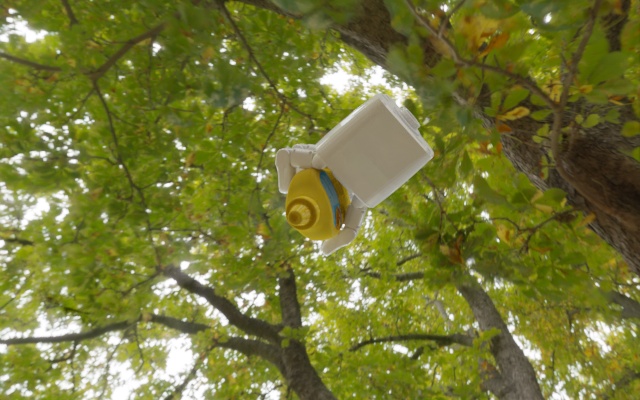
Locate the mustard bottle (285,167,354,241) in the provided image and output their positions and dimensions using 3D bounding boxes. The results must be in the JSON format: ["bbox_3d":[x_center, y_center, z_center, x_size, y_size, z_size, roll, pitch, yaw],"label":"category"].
[{"bbox_3d":[0.000,0.002,0.637,0.058,0.096,0.191,-14,7,20],"label":"mustard bottle"}]
